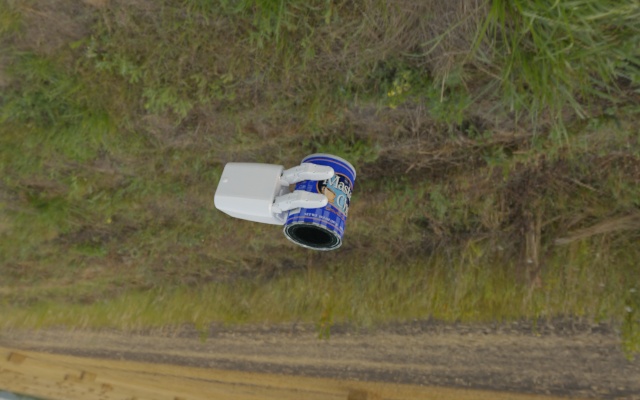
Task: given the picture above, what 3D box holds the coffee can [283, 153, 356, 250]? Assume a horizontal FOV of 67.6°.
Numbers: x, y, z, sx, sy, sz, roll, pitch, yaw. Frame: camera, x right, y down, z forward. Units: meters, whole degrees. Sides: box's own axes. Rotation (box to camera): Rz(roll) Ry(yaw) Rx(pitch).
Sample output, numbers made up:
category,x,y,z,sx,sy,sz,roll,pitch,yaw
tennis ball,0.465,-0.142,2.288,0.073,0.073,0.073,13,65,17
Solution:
category,x,y,z,sx,sy,sz,roll,pitch,yaw
coffee can,0.000,0.003,0.842,0.103,0.140,0.103,10,-28,6
